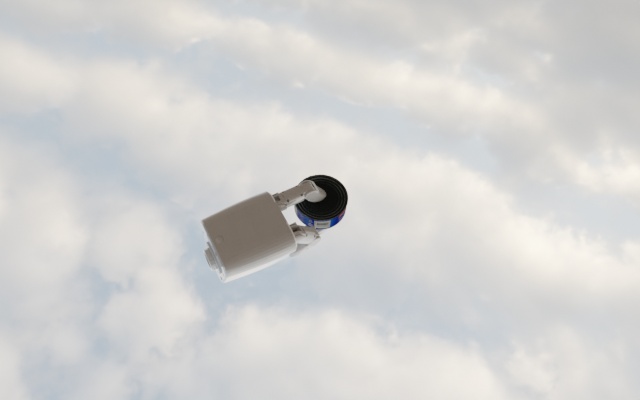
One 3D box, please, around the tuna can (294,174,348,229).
[{"bbox_3d":[0.000,0.003,0.762,0.086,0.086,0.034,0,-32,-4],"label":"tuna can"}]
